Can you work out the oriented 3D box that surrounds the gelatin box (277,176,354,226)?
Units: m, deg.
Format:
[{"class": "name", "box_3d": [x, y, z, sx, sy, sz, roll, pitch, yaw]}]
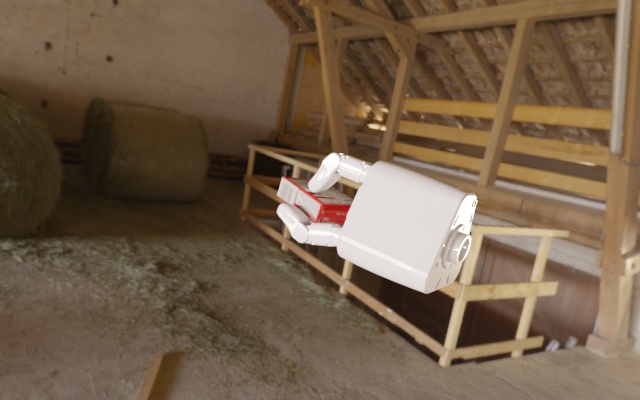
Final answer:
[{"class": "gelatin box", "box_3d": [0.000, 0.001, 0.596, 0.073, 0.030, 0.089, 5, 21, -42]}]
